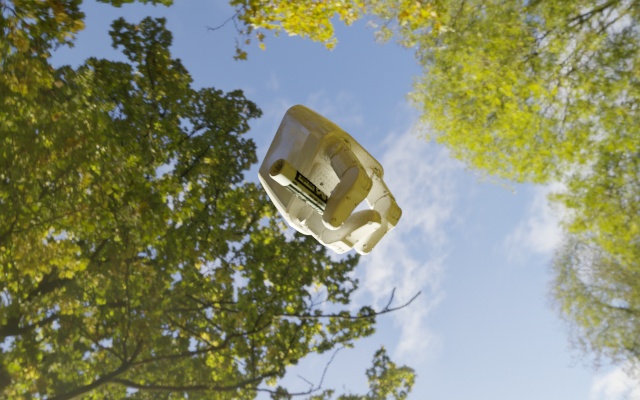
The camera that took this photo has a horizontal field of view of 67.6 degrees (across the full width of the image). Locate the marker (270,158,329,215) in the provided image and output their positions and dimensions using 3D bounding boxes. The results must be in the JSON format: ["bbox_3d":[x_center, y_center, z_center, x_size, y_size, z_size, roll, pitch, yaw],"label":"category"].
[{"bbox_3d":[0.000,0.001,0.443,0.020,0.020,0.121,0,-30,45],"label":"marker"}]
